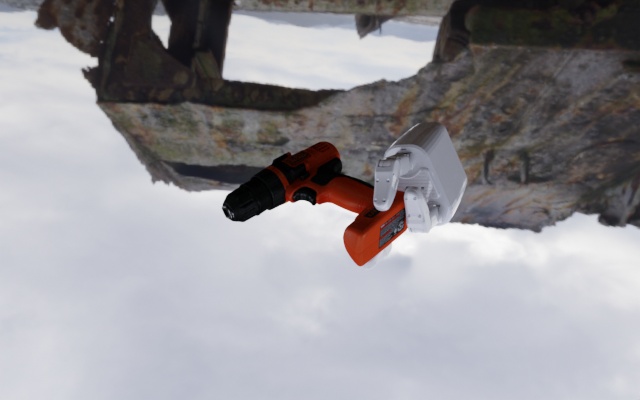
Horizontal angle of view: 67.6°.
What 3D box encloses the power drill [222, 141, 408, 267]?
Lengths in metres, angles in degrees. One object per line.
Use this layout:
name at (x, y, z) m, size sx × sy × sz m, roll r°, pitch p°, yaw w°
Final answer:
power drill at (0.001, 0.002, 0.579) m, size 0.187 × 0.057 × 0.184 m, roll 32°, pitch 50°, yaw 33°
